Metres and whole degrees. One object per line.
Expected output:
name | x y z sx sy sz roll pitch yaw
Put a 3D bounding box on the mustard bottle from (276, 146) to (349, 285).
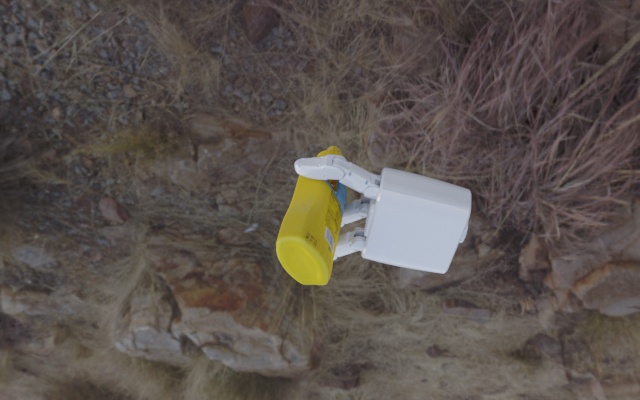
mustard bottle | 0.000 0.002 0.596 0.058 0.191 0.096 -3 -43 22
